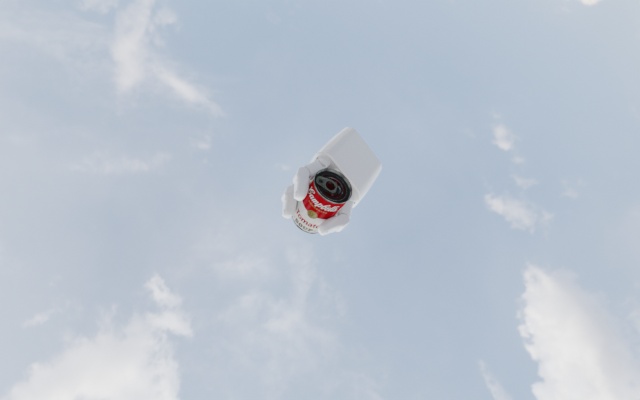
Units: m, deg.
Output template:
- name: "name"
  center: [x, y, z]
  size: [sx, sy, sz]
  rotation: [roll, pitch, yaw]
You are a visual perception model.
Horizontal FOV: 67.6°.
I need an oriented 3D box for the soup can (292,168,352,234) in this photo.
- name: "soup can"
  center: [0.000, 0.003, 0.798]
  size: [0.068, 0.068, 0.102]
  rotation: [0, -32, -29]
